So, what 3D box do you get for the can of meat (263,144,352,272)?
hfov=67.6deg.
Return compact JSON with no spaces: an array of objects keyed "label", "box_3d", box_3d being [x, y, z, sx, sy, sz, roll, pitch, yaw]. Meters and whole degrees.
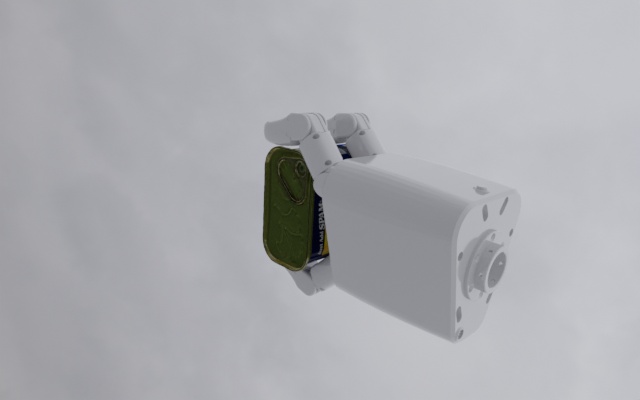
[{"label":"can of meat","box_3d":[0.000,0.001,0.420,0.057,0.102,0.084,18,21,42]}]
